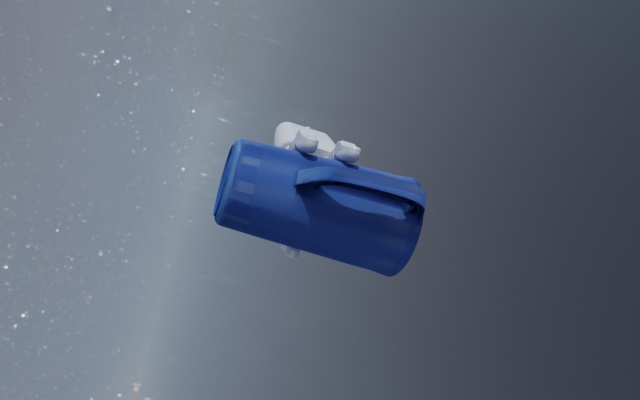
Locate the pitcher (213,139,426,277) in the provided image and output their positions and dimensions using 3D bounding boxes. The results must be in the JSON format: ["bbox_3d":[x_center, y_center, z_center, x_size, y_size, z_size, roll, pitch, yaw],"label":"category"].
[{"bbox_3d":[0.000,0.002,0.592,0.243,0.149,0.145,15,22,-15],"label":"pitcher"}]
